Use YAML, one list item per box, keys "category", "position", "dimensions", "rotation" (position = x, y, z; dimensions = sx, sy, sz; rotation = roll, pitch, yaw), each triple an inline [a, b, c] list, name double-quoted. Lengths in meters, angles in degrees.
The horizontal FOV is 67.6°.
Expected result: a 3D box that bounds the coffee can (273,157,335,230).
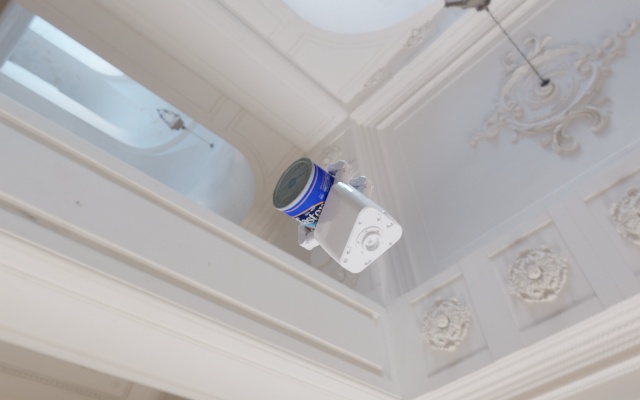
- category: "coffee can"
  position: [0.000, 0.003, 0.854]
  dimensions: [0.140, 0.102, 0.103]
  rotation: [34, -19, -30]
